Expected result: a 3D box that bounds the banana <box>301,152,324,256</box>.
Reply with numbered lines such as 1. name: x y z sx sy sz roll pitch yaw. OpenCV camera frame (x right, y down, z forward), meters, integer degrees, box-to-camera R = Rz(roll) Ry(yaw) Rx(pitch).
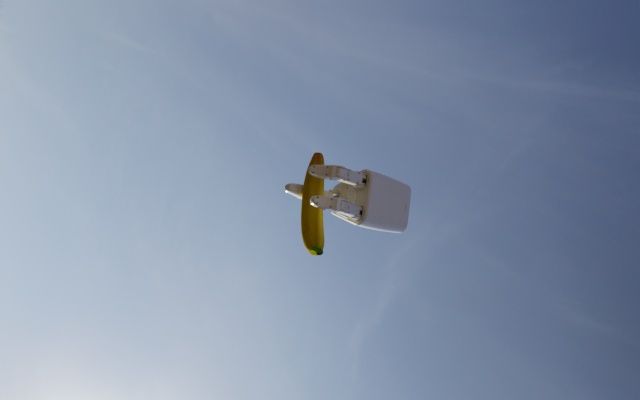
1. banana: -0.008 0.014 0.804 0.037 0.197 0.070 13 -34 -24
